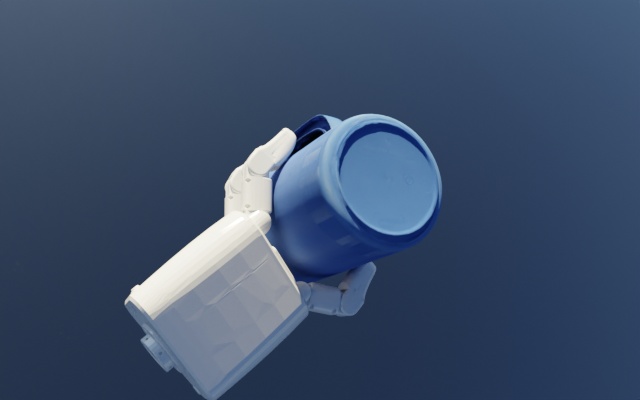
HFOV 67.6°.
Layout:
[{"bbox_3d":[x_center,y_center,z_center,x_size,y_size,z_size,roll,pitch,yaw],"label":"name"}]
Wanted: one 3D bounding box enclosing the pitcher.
[{"bbox_3d":[0.000,0.002,0.458,0.145,0.149,0.243,-39,5,-29],"label":"pitcher"}]
